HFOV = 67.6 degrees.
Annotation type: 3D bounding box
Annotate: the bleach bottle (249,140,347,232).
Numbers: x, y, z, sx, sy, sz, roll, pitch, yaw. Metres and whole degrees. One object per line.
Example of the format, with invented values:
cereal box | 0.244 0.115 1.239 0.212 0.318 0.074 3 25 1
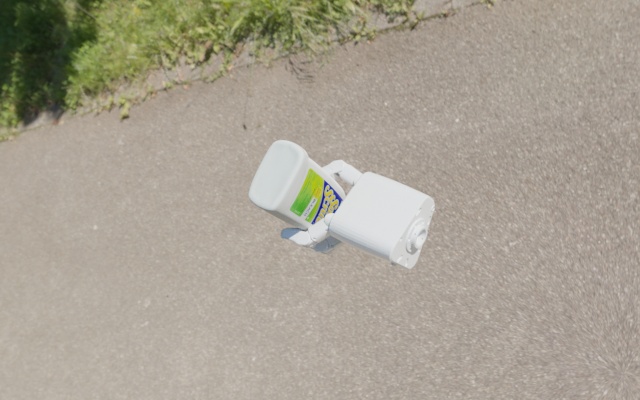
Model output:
bleach bottle | 0.000 0.002 0.738 0.068 0.102 0.251 26 -2 35
